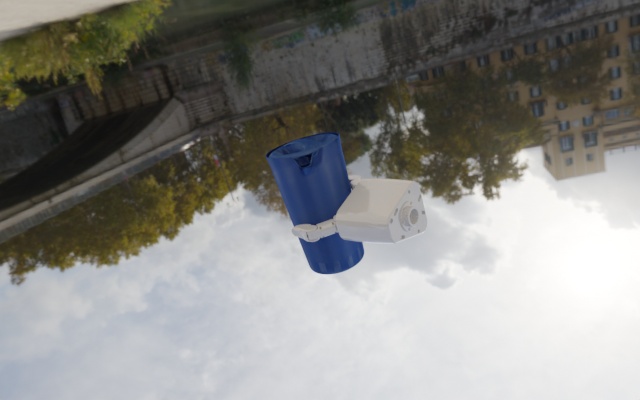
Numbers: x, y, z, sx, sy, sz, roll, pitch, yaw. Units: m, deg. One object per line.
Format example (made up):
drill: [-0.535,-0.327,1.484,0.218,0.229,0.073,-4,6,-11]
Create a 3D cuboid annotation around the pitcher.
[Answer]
pitcher: [0.000,0.003,0.874,0.145,0.243,0.149,2,26,44]
